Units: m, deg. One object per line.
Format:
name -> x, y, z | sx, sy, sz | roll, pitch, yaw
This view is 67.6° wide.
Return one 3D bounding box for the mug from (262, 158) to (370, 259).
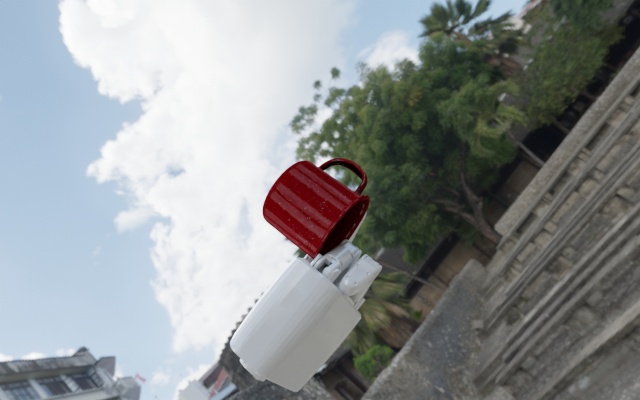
mug -> 0.001, 0.000, 0.512 | 0.081, 0.117, 0.093 | 36, -12, 17
